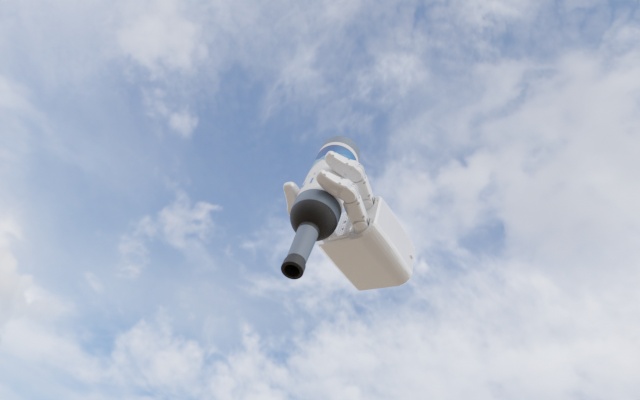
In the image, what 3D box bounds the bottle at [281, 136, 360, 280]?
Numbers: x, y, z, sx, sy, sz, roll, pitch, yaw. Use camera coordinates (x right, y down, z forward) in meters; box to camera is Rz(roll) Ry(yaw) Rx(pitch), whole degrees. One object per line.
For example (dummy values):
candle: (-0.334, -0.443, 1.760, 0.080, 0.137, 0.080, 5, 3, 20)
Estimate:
bottle: (0.000, 0.002, 0.670, 0.069, 0.069, 0.295, 0, 33, 16)
